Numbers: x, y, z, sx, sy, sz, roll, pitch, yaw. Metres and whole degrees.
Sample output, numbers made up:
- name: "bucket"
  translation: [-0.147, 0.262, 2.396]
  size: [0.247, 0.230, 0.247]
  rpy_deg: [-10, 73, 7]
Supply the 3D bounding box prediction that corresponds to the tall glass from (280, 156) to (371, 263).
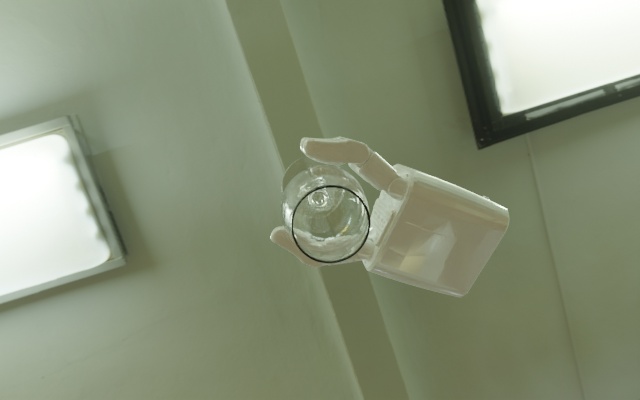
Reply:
- name: "tall glass"
  translation: [0.000, 0.001, 0.462]
  size: [0.079, 0.079, 0.201]
  rpy_deg: [0, 10, -4]
